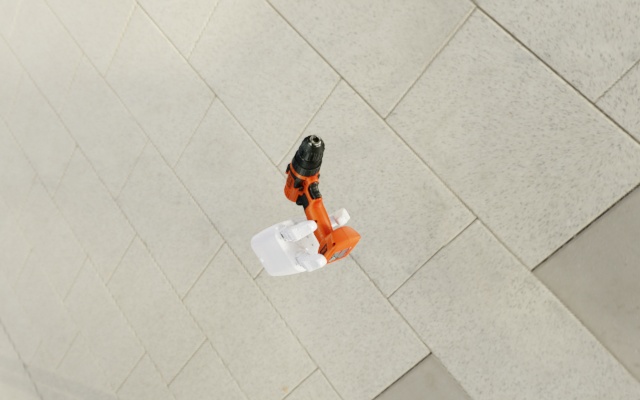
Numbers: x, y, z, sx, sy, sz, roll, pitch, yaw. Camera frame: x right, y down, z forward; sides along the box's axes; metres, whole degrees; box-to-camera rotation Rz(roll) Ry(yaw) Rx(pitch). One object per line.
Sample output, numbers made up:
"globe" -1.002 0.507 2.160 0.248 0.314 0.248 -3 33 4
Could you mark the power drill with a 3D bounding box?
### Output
"power drill" 0.000 0.003 0.812 0.057 0.187 0.184 -17 -22 -20
